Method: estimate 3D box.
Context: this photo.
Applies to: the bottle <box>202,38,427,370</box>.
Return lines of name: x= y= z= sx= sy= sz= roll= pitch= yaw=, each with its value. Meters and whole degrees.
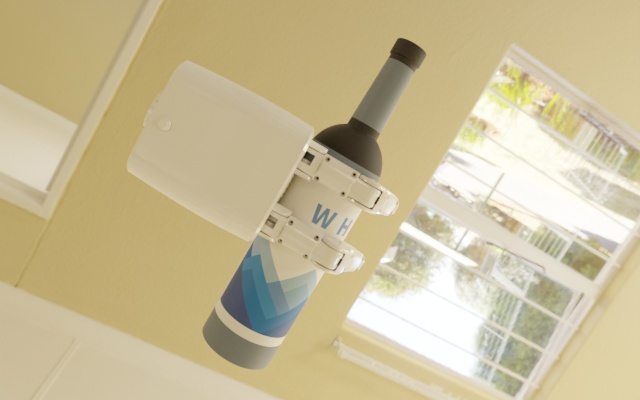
bottle: x=0.000 y=0.002 z=0.403 sx=0.069 sy=0.296 sz=0.069 roll=30 pitch=7 yaw=-4
